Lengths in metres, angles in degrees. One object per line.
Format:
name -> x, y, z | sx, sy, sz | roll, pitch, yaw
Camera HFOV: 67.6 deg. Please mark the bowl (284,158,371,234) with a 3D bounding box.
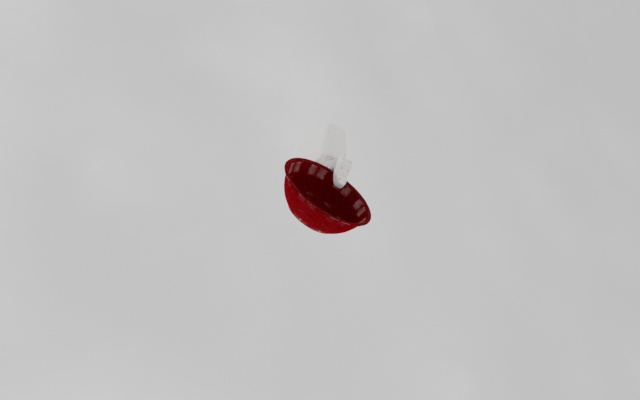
bowl -> 0.000, 0.003, 0.761 | 0.162, 0.055, 0.162 | 29, 25, -15
